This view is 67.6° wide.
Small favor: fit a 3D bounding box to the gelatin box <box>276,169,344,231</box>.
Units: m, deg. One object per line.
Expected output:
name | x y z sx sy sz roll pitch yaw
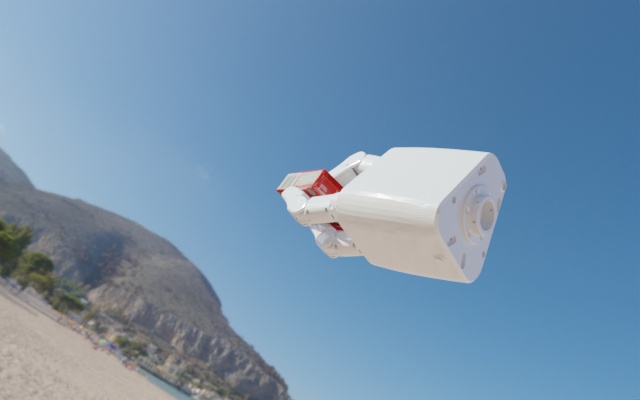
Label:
gelatin box | 0.000 0.001 0.536 0.073 0.030 0.089 45 -21 -22
